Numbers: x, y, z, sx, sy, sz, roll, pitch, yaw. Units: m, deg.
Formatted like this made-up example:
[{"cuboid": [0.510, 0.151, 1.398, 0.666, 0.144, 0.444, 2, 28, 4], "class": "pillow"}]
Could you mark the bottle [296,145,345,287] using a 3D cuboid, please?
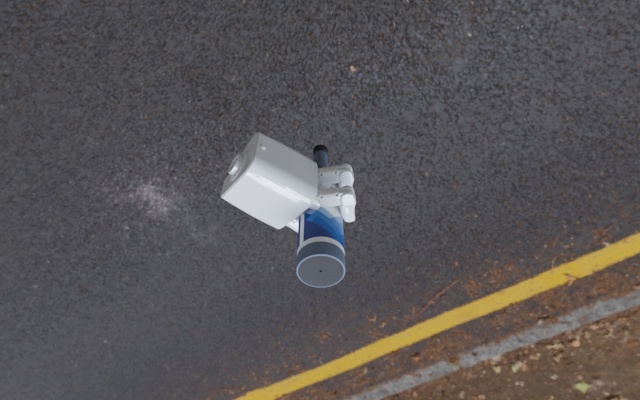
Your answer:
[{"cuboid": [0.000, 0.003, 0.754, 0.069, 0.069, 0.295, 0, 39, 0], "class": "bottle"}]
